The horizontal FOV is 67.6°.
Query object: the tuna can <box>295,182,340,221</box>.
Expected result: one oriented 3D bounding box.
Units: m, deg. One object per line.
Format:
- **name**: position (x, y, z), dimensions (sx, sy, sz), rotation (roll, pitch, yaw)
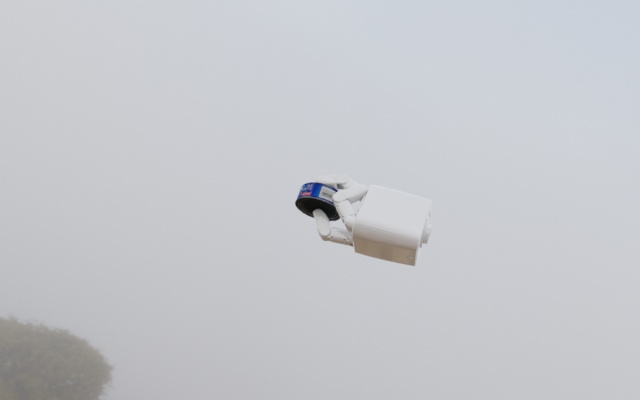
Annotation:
- **tuna can**: position (0.000, 0.002, 0.851), dimensions (0.086, 0.033, 0.086), rotation (15, -25, 7)
